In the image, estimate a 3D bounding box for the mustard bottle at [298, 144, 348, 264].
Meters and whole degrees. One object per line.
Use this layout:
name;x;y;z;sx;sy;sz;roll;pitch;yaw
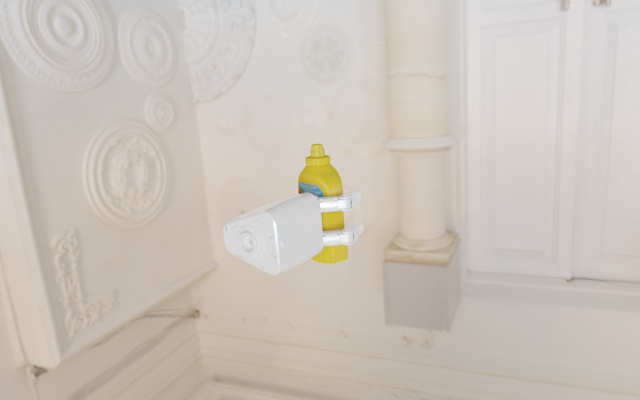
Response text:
mustard bottle;0.000;0.003;0.788;0.058;0.192;0.096;-12;15;-31
